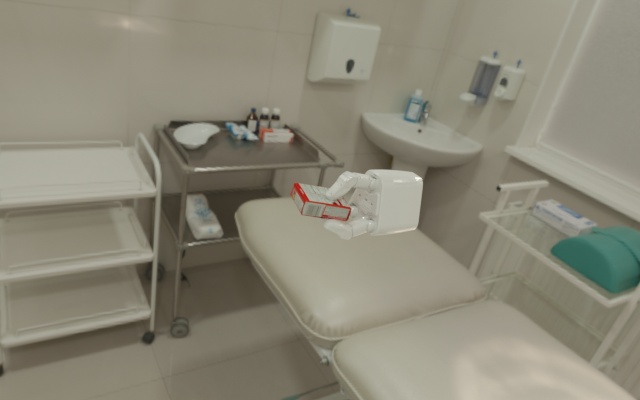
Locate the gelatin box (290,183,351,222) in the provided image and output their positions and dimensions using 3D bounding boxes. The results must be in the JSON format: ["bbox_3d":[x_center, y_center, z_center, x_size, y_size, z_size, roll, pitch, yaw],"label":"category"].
[{"bbox_3d":[0.000,0.002,0.829,0.089,0.030,0.073,9,24,-24],"label":"gelatin box"}]
